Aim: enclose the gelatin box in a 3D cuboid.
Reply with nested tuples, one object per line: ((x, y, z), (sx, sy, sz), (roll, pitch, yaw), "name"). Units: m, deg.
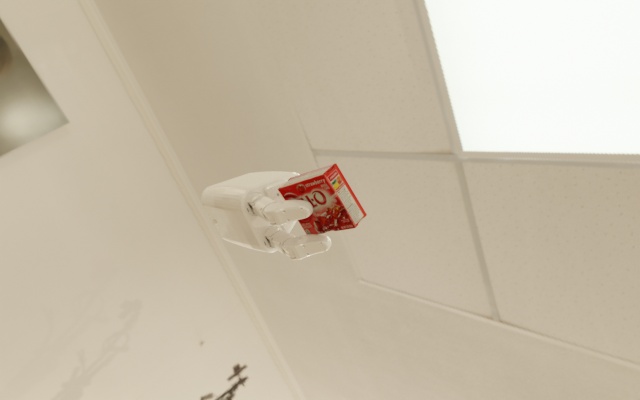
((0.001, 0.002, 0.566), (0.089, 0.073, 0.030), (-14, 23, 47), "gelatin box")
